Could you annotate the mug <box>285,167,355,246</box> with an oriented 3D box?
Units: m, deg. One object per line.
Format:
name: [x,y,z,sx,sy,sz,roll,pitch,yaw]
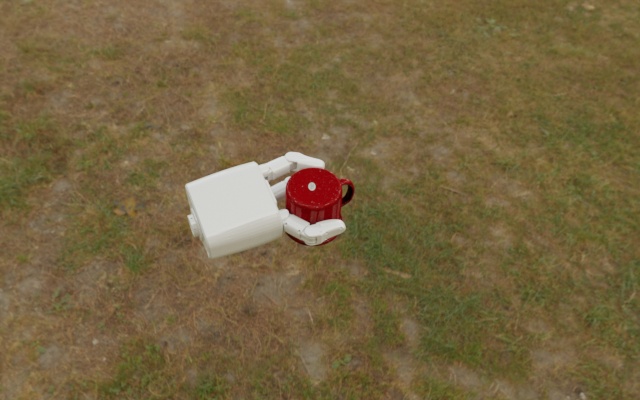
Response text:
mug: [0.001,0.002,0.706,0.117,0.093,0.082,-21,-37,-20]
